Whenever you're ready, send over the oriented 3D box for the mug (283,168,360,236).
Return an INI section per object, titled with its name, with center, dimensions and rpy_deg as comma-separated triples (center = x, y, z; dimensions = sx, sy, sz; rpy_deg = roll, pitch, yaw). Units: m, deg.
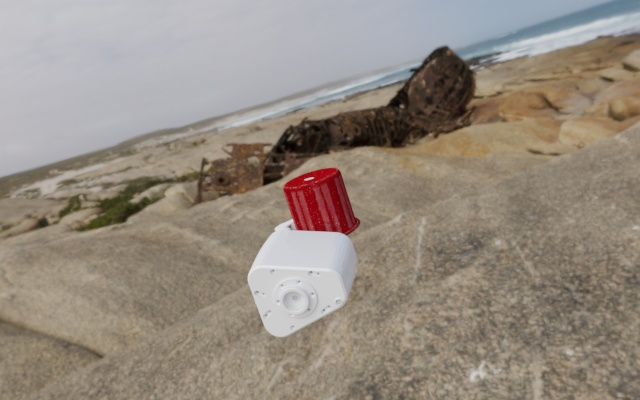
[mug]
center = 0.000, 0.002, 0.663
dimensions = 0.093, 0.081, 0.117
rpy_deg = -15, 14, 12
